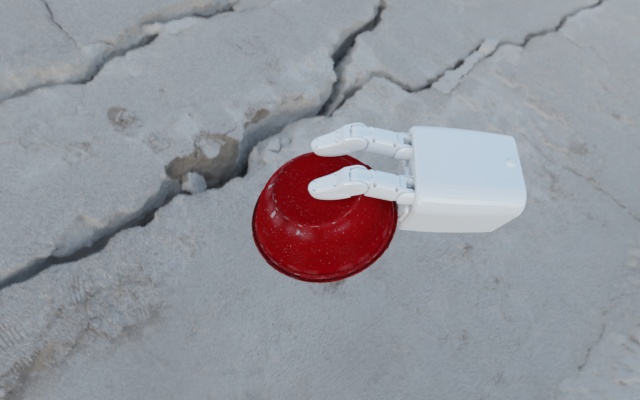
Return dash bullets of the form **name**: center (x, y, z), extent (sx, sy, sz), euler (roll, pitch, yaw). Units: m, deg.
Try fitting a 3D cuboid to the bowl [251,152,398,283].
- **bowl**: center (-0.001, 0.002, 0.502), extent (0.162, 0.162, 0.055), euler (0, -33, 9)
